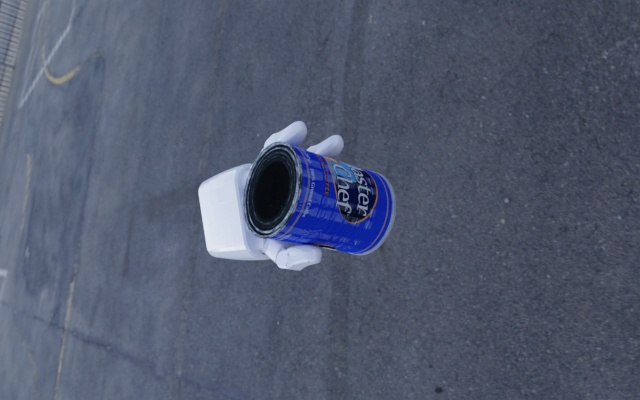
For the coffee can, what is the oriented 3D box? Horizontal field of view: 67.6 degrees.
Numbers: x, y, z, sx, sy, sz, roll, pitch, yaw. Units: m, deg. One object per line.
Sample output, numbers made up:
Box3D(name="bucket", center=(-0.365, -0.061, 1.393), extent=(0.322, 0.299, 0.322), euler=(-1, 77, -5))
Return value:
Box3D(name="coffee can", center=(0.000, 0.002, 0.534), extent=(0.140, 0.103, 0.103), euler=(14, -9, -39))
